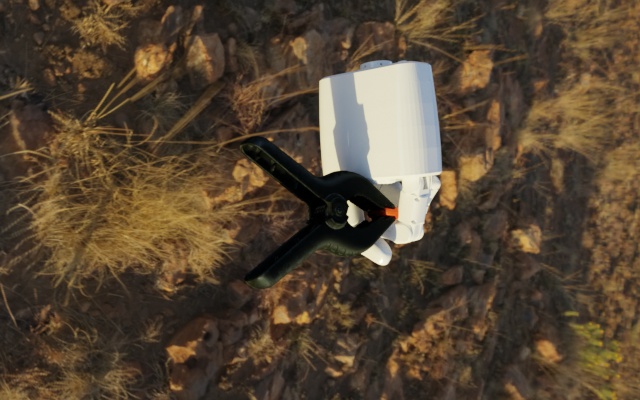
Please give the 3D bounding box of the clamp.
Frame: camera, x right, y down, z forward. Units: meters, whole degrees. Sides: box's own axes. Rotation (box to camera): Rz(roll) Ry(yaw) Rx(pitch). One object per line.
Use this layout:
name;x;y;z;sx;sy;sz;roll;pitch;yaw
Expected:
clamp;0.001;0.001;0.420;0.171;0.120;0.039;-9;5;-43
